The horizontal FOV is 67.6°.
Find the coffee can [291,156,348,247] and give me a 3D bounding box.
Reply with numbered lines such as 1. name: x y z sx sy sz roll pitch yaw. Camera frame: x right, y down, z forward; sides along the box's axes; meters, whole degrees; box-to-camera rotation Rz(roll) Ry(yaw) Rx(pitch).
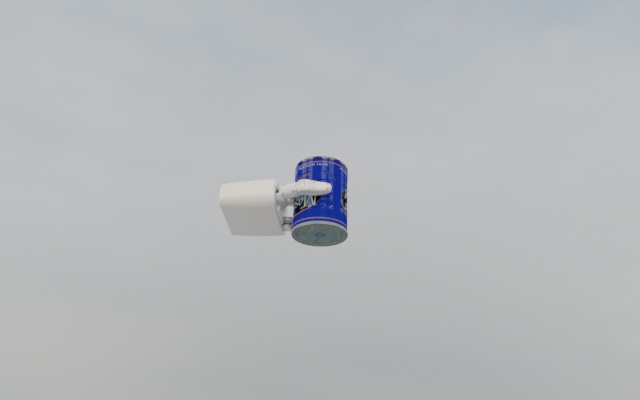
1. coffee can: 0.000 0.003 0.897 0.103 0.140 0.103 1 -28 1
